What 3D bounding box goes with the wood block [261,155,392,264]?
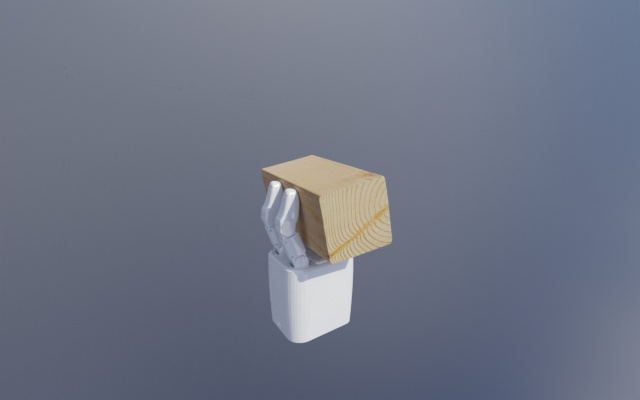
[{"bbox_3d":[0.000,0.002,0.655,0.091,0.090,0.206,-17,19,-22],"label":"wood block"}]
